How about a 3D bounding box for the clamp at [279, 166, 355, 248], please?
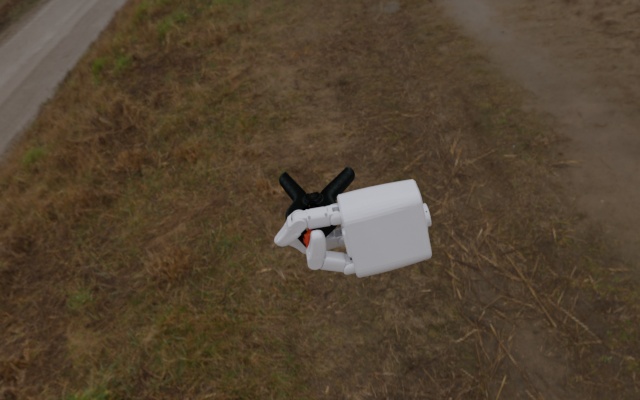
[{"bbox_3d":[0.000,0.002,0.707,0.120,0.039,0.171,-14,40,4],"label":"clamp"}]
